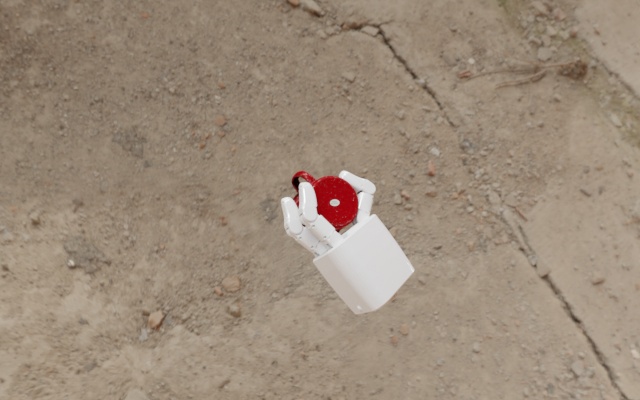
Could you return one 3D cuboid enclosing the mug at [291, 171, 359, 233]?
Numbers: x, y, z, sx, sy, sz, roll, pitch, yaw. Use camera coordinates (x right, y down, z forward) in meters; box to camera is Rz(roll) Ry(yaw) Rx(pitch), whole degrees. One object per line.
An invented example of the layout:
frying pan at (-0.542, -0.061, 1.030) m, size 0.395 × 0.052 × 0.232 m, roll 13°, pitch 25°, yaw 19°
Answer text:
mug at (-0.001, 0.001, 0.735) m, size 0.093 × 0.117 × 0.081 m, roll -37°, pitch -1°, yaw -27°
